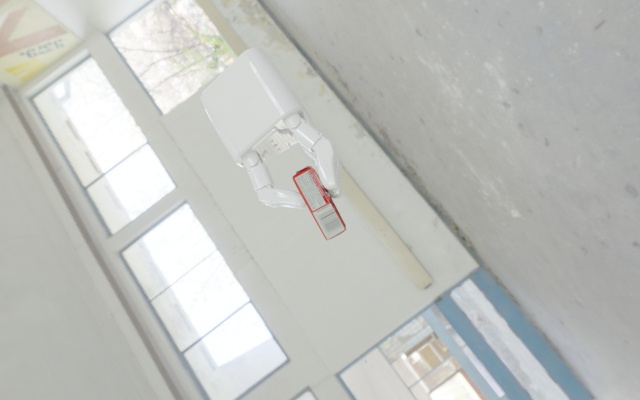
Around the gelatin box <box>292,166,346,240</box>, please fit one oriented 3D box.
[{"bbox_3d":[0.000,0.002,0.592,0.030,0.089,0.073,-29,0,2],"label":"gelatin box"}]
